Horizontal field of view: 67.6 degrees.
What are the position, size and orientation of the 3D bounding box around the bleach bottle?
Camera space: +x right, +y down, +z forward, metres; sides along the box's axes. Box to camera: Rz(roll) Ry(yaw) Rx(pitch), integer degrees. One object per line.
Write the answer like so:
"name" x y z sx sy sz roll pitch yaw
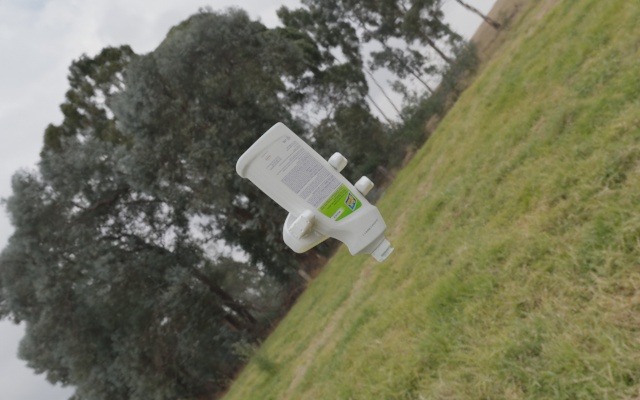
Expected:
"bleach bottle" 0.000 0.002 0.706 0.251 0.102 0.068 42 -16 4
